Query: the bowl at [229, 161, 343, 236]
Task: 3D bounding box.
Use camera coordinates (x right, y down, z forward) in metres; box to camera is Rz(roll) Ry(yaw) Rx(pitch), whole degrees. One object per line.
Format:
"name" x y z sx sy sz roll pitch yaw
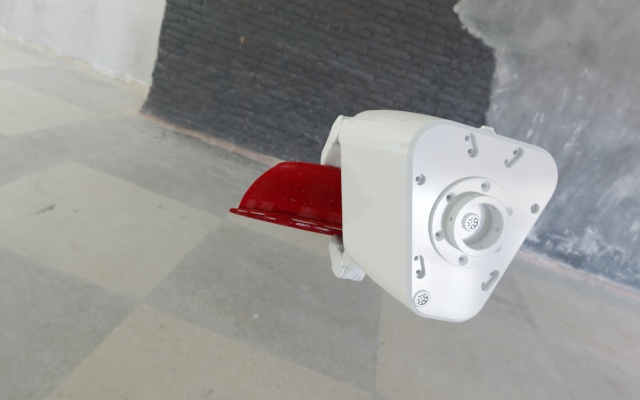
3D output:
"bowl" -0.001 0.001 0.448 0.162 0.055 0.162 11 -6 1
